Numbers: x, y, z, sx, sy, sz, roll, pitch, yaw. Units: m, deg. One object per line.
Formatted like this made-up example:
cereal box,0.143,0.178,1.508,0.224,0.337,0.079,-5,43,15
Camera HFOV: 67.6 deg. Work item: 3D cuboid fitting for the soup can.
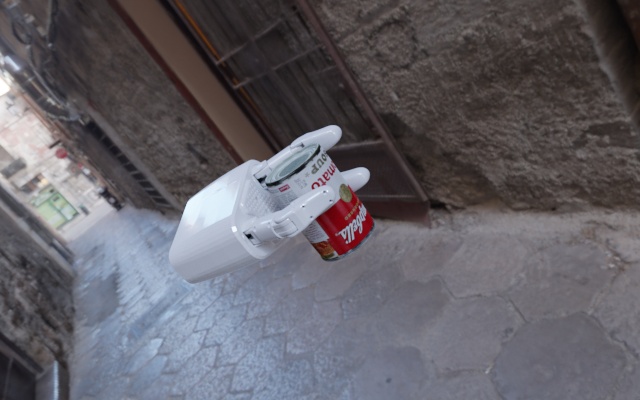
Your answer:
soup can,0.000,0.001,0.481,0.068,0.102,0.068,-32,19,13
